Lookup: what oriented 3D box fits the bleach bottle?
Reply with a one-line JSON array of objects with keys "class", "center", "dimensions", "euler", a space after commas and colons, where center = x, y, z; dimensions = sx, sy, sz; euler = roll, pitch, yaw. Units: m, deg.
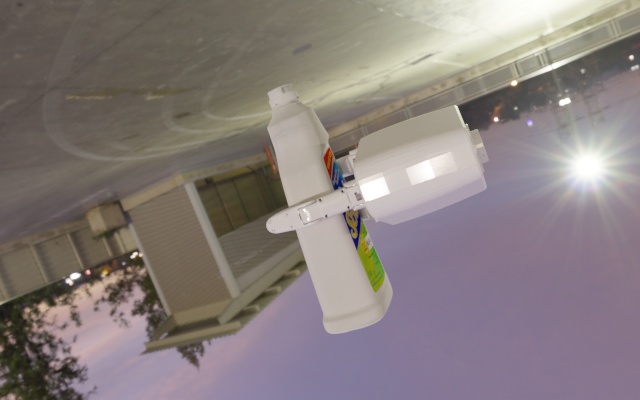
[{"class": "bleach bottle", "center": [0.000, 0.002, 0.500], "dimensions": [0.068, 0.251, 0.102], "euler": [-20, 4, 19]}]
